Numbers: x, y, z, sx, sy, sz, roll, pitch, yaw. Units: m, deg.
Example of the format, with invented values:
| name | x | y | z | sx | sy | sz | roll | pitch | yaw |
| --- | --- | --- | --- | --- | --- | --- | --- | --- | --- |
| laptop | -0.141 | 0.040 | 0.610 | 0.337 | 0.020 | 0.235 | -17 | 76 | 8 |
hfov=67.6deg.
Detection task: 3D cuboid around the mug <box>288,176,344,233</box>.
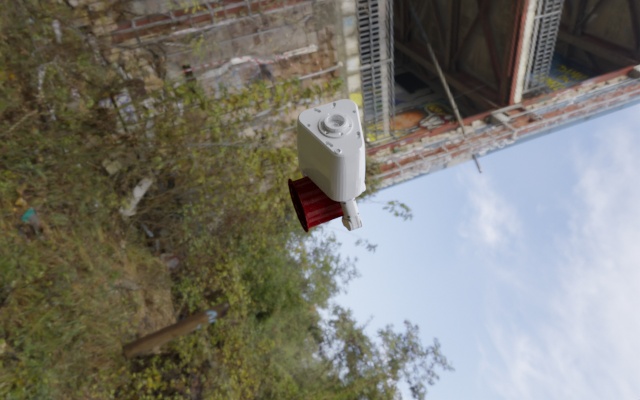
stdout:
| name | x | y | z | sx | sy | sz | roll | pitch | yaw |
| --- | --- | --- | --- | --- | --- | --- | --- | --- | --- |
| mug | 0.000 | 0.003 | 0.796 | 0.081 | 0.093 | 0.117 | -19 | -31 | -11 |
